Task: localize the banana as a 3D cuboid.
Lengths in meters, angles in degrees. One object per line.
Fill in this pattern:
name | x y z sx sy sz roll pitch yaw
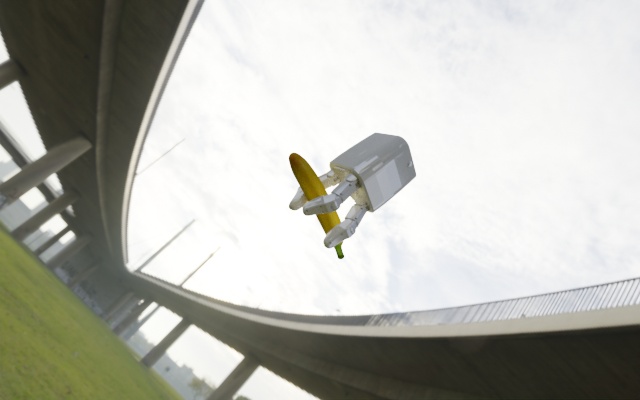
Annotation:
banana | -0.001 0.001 0.796 0.037 0.198 0.069 -28 17 -1
